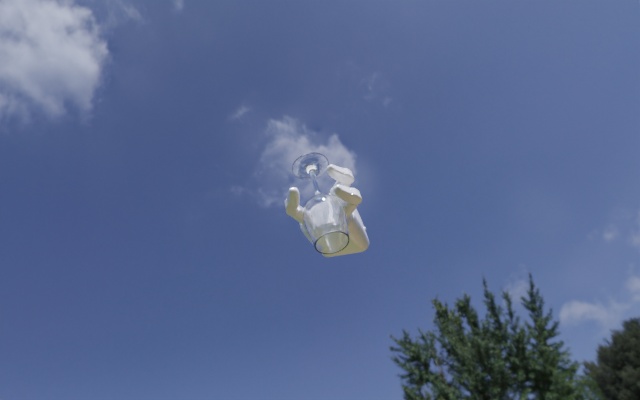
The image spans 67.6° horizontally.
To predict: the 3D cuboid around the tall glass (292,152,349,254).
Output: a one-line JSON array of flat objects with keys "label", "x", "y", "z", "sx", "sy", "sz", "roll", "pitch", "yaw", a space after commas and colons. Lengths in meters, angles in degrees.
[{"label": "tall glass", "x": 0.000, "y": 0.002, "z": 0.887, "sx": 0.079, "sy": 0.200, "sz": 0.079, "roll": -8, "pitch": -43, "yaw": -8}]
